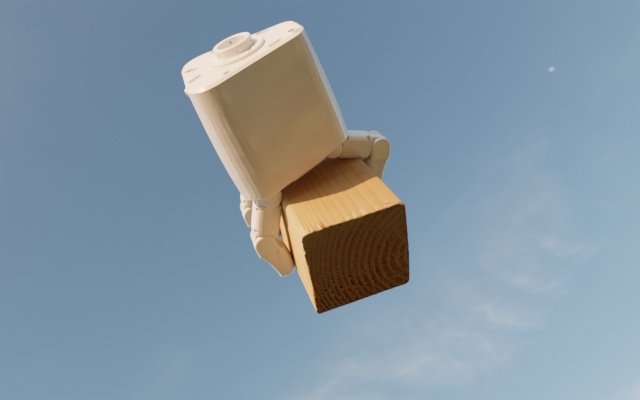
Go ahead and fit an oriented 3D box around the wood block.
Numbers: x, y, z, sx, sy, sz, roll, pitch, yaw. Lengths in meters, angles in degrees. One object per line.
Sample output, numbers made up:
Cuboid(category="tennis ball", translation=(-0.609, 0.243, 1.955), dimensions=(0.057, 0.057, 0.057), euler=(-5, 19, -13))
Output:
Cuboid(category="wood block", translation=(0.000, 0.001, 0.478), dimensions=(0.091, 0.090, 0.206), euler=(-17, 33, -11))
